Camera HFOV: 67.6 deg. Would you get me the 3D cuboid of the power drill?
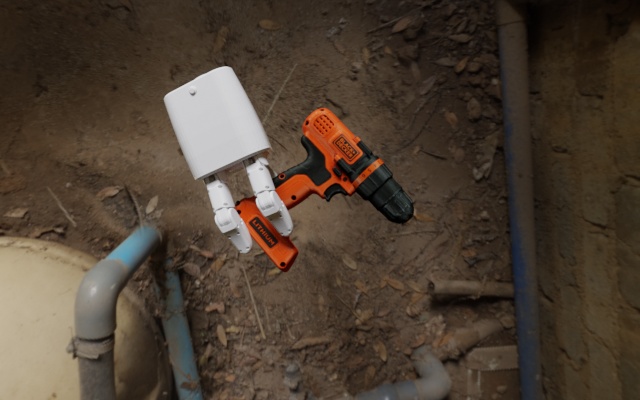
[{"bbox_3d":[0.000,0.002,0.605,0.187,0.184,0.057,-42,-8,-7],"label":"power drill"}]
